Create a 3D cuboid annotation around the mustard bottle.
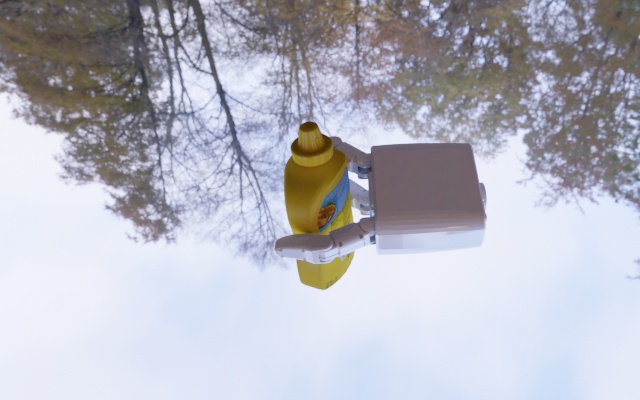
[{"bbox_3d":[0.000,0.002,0.506,0.058,0.192,0.096,14,47,23],"label":"mustard bottle"}]
